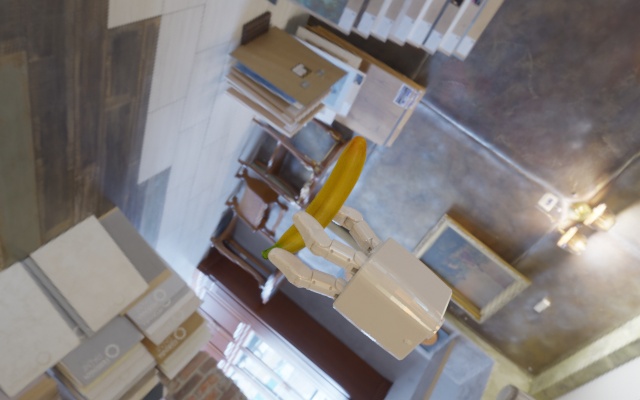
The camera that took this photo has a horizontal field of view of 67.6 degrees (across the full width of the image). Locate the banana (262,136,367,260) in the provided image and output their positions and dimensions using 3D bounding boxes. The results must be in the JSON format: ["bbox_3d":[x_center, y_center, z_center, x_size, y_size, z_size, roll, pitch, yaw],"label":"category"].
[{"bbox_3d":[0.005,0.003,0.605,0.037,0.198,0.069,41,16,13],"label":"banana"}]
